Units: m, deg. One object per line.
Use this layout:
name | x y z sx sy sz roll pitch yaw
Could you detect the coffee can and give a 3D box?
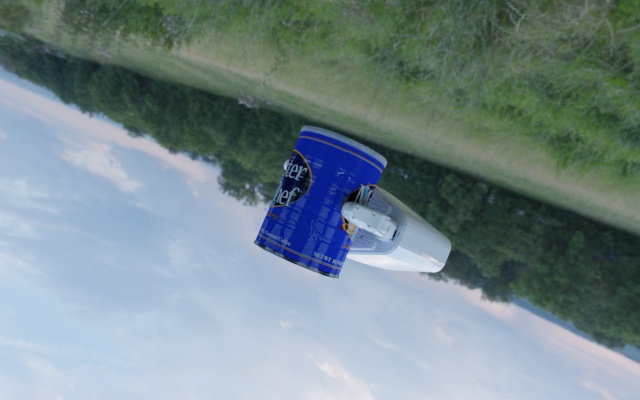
coffee can | 0.000 0.002 0.531 0.103 0.140 0.103 23 -3 1
